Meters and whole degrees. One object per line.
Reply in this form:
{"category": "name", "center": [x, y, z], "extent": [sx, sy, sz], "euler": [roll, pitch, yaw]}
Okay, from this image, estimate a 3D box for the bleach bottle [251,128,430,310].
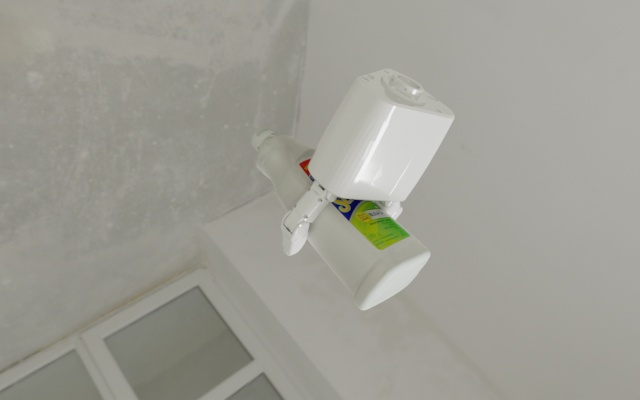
{"category": "bleach bottle", "center": [0.000, 0.002, 0.536], "extent": [0.250, 0.068, 0.102], "euler": [45, 34, 25]}
